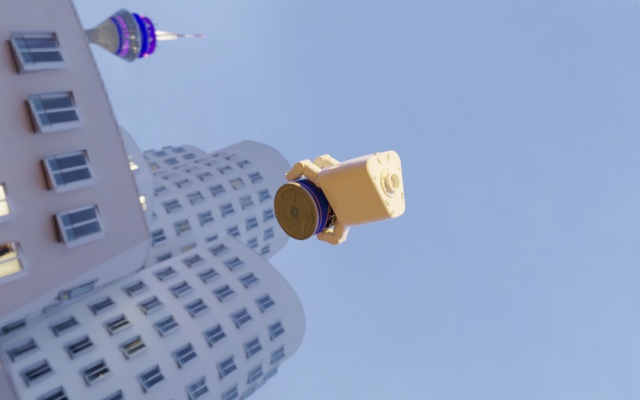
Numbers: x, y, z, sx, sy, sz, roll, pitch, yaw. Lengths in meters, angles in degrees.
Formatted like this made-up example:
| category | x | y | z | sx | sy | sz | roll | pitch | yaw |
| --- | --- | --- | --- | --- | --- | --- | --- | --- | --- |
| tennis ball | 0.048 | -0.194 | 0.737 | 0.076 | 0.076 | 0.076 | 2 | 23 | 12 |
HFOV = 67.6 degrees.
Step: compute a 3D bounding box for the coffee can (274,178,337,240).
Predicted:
| category | x | y | z | sx | sy | sz | roll | pitch | yaw |
| --- | --- | --- | --- | --- | --- | --- | --- | --- | --- |
| coffee can | 0.000 | 0.003 | 0.871 | 0.103 | 0.103 | 0.140 | 0 | 15 | 43 |
